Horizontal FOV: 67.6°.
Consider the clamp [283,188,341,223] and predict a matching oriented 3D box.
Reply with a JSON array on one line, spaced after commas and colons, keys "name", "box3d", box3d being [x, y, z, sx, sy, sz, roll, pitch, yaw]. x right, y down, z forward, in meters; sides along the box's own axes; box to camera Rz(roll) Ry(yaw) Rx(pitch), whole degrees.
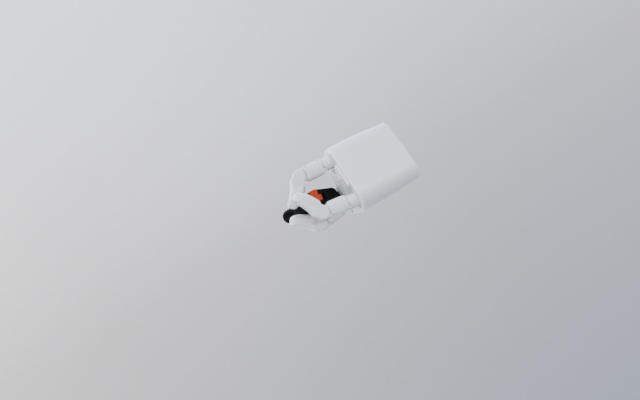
[{"name": "clamp", "box3d": [0.000, 0.002, 0.802, 0.120, 0.039, 0.171, -25, -2, -12]}]
